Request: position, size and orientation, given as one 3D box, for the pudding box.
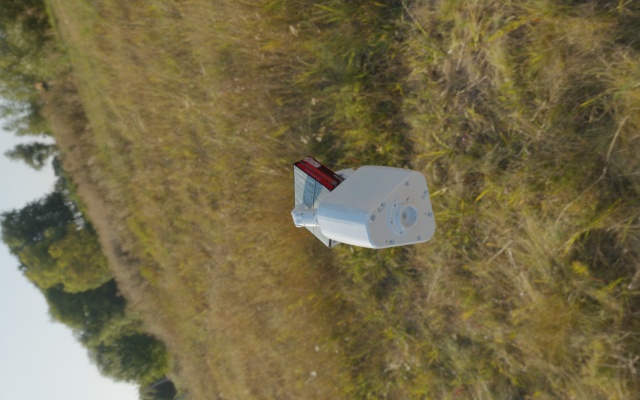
[{"bbox_3d":[0.000,0.002,0.712,0.039,0.114,0.090,-25,46,-31],"label":"pudding box"}]
